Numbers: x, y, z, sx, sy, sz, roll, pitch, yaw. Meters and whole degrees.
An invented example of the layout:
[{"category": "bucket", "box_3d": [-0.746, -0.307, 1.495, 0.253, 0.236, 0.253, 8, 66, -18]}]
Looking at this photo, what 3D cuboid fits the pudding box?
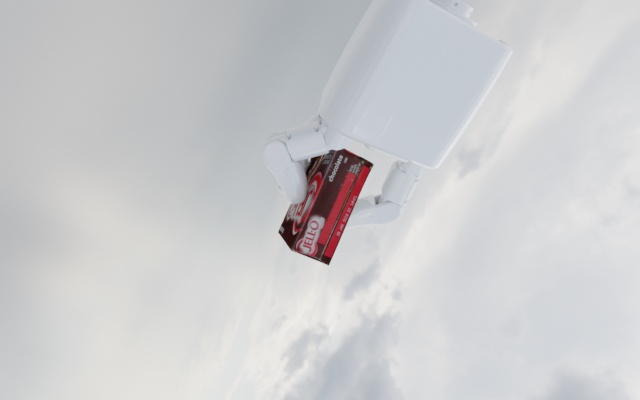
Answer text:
[{"category": "pudding box", "box_3d": [0.000, 0.001, 0.421, 0.039, 0.090, 0.113, 25, -1, -9]}]
